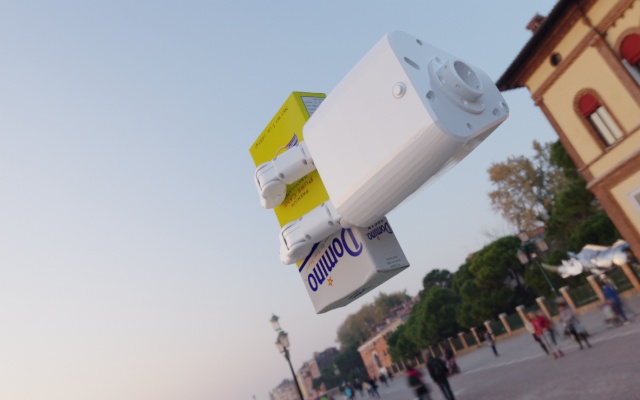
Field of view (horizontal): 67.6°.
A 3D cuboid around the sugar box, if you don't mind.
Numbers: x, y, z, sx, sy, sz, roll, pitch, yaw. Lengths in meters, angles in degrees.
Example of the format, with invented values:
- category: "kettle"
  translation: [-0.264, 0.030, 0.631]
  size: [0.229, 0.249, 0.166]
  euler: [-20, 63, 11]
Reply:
- category: "sugar box"
  translation: [0.000, 0.001, 0.426]
  size: [0.048, 0.176, 0.093]
  euler: [-5, -28, -39]
